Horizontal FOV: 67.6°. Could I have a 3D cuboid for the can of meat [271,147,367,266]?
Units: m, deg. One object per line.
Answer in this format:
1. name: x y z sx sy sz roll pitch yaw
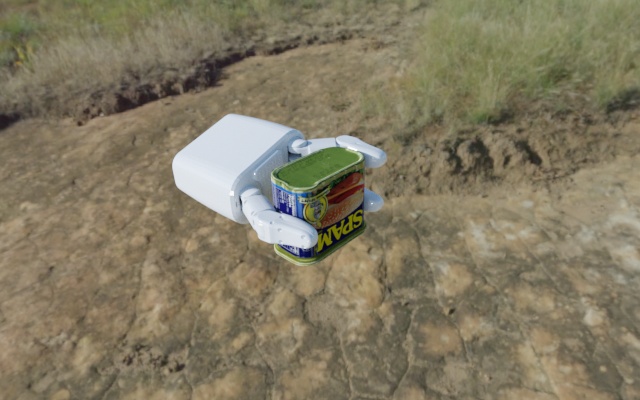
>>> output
1. can of meat: 0.000 0.001 0.472 0.057 0.084 0.102 25 40 38
